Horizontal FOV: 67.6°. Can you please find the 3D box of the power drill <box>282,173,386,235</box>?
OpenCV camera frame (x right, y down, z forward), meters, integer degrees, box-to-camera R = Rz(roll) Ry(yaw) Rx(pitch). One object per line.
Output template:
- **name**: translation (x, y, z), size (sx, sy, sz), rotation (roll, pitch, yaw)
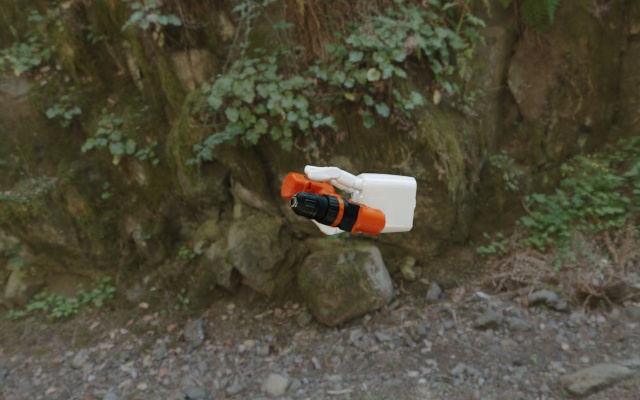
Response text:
- **power drill**: translation (0.000, 0.003, 0.853), size (0.184, 0.057, 0.187), rotation (17, 9, -32)
